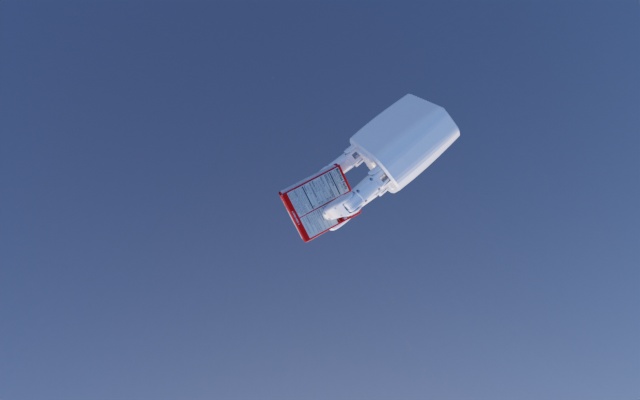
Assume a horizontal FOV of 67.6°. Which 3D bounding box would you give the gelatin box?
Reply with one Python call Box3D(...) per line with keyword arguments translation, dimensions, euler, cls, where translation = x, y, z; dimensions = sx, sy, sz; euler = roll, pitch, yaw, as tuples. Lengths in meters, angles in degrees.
Box3D(translation=(0.000, 0.002, 0.637), dimensions=(0.089, 0.073, 0.030), euler=(-28, 14, -7), cls="gelatin box")
